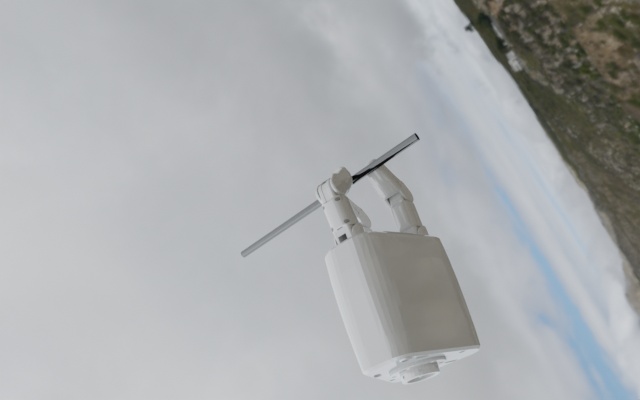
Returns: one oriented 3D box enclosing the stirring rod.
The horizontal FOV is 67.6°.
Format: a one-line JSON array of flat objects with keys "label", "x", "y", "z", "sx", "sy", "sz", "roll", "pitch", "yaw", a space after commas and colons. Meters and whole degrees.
[{"label": "stirring rod", "x": 0.000, "y": 0.002, "z": 0.492, "sx": 0.239, "sy": 0.011, "sz": 0.011, "roll": -34, "pitch": -17, "yaw": 27}]
